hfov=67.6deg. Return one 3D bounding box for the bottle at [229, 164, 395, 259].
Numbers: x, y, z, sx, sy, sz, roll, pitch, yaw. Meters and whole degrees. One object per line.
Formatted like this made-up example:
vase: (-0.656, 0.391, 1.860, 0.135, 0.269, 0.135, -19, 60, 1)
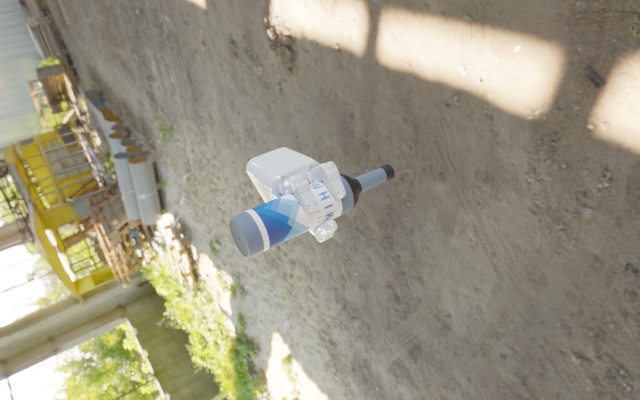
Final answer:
bottle: (0.000, 0.003, 0.770, 0.295, 0.069, 0.069, -24, 11, -26)
